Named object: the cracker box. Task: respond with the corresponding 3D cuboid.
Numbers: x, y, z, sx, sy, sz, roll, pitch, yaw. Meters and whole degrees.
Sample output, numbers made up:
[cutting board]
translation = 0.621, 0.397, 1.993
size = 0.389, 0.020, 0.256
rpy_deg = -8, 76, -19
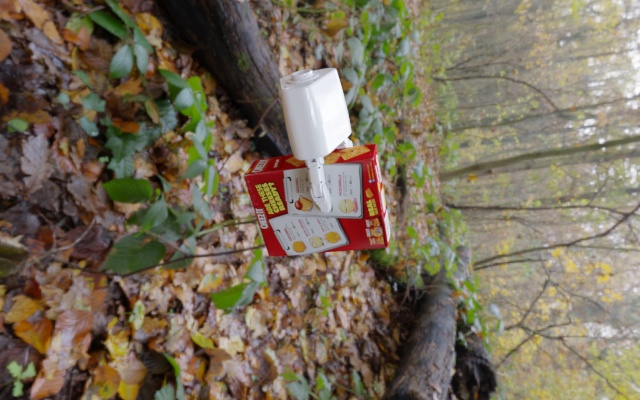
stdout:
[cracker box]
translation = 0.000, 0.003, 0.802
size = 0.214, 0.164, 0.072
rpy_deg = -6, 27, 15
